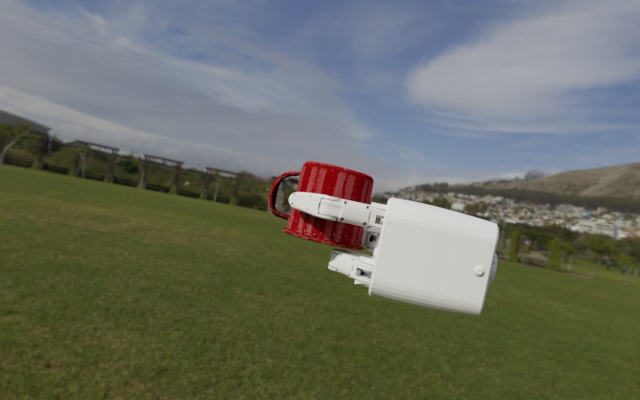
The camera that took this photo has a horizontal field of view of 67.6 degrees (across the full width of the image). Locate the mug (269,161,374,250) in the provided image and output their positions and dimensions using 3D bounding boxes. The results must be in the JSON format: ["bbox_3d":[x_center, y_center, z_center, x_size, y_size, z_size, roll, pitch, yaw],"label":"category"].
[{"bbox_3d":[-0.001,0.001,0.532,0.117,0.081,0.093,13,0,9],"label":"mug"}]
